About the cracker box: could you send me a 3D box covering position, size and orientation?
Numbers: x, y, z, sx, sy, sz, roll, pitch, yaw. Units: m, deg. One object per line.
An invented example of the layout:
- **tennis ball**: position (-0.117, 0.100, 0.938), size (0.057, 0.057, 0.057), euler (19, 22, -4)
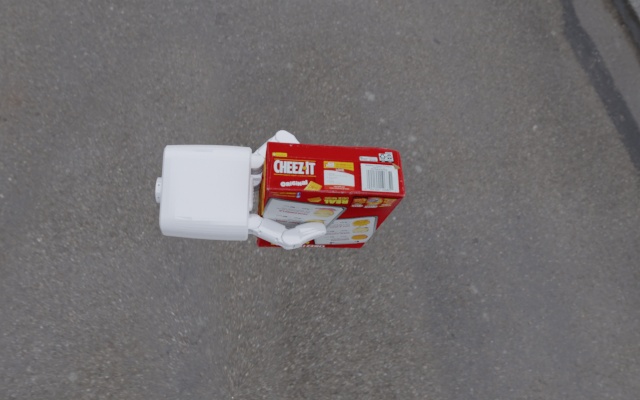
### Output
- **cracker box**: position (0.000, 0.002, 0.645), size (0.164, 0.072, 0.214), euler (2, -22, -10)
